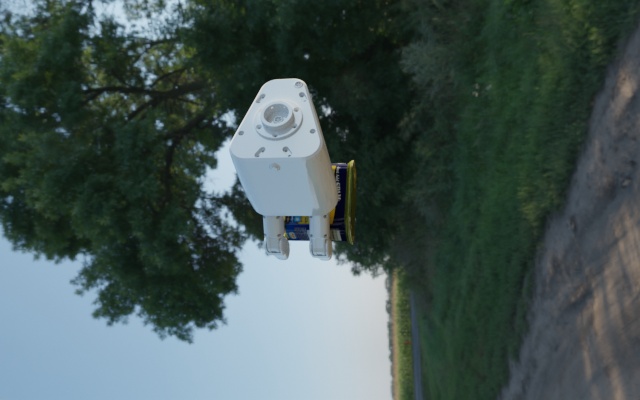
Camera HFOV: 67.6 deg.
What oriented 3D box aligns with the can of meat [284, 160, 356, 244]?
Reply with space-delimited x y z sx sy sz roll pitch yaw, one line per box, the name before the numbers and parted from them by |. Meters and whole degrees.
can of meat | 0.000 0.002 0.594 0.084 0.102 0.057 0 -26 9
